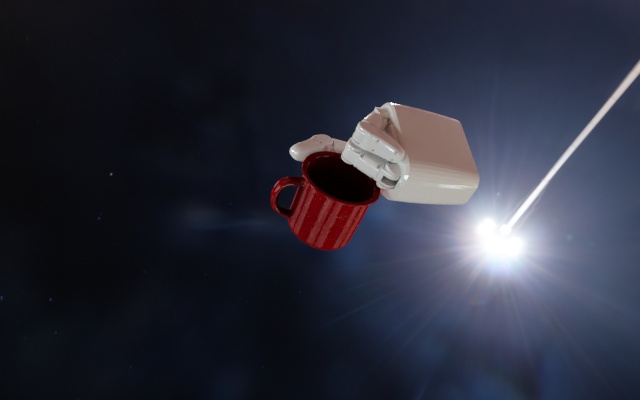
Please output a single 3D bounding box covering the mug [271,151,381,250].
[{"bbox_3d":[-0.001,0.002,0.548,0.117,0.081,0.093,6,41,-23],"label":"mug"}]
